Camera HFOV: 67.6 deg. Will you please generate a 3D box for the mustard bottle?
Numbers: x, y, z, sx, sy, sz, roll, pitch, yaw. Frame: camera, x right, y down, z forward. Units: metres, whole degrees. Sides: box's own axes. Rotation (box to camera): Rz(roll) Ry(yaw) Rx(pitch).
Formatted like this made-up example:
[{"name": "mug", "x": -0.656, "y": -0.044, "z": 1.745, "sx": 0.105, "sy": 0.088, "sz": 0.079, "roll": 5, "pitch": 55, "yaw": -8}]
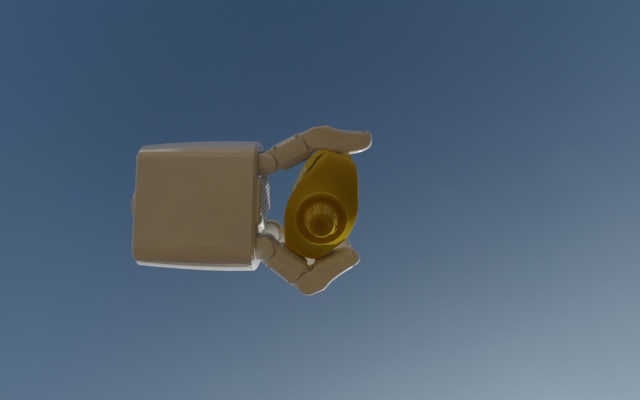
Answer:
[{"name": "mustard bottle", "x": 0.000, "y": 0.001, "z": 0.440, "sx": 0.058, "sy": 0.096, "sz": 0.191, "roll": 25, "pitch": 9, "yaw": -4}]
